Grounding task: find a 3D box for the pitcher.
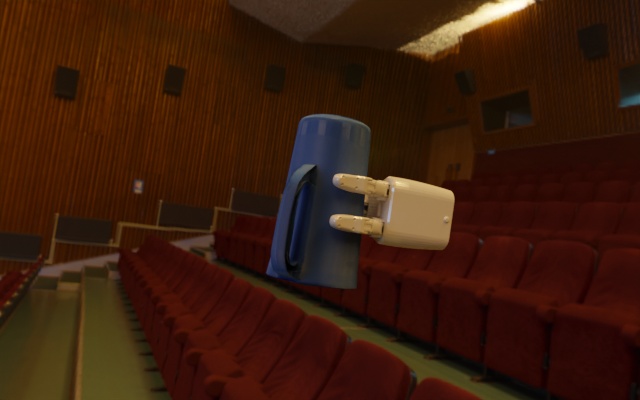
[{"bbox_3d":[0.000,0.002,0.690,0.145,0.243,0.149,9,-4,-16],"label":"pitcher"}]
